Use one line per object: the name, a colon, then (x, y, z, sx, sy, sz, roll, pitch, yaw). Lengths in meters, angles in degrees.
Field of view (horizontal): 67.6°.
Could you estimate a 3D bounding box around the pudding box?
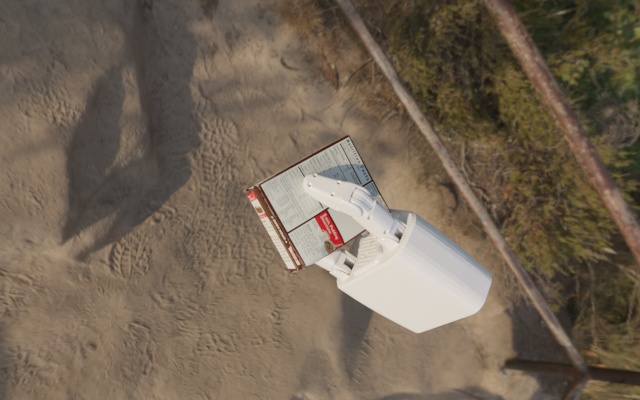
pudding box: (0.000, 0.002, 0.452, 0.113, 0.090, 0.039, -31, 4, -28)
